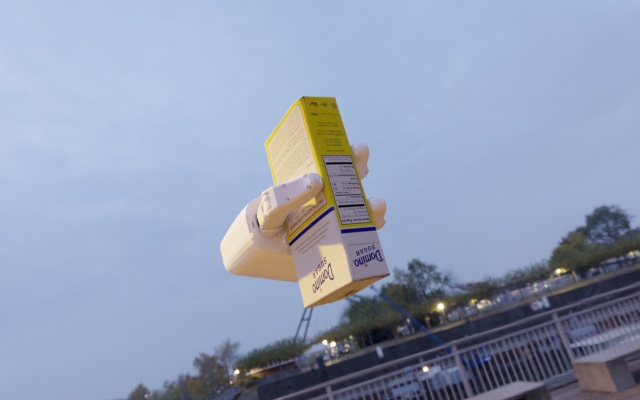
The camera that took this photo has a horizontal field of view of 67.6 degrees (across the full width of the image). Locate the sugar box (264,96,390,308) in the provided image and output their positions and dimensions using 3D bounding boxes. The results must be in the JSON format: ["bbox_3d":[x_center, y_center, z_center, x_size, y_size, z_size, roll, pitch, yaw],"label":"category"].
[{"bbox_3d":[0.000,0.001,0.444,0.048,0.176,0.093,-6,-20,-32],"label":"sugar box"}]
